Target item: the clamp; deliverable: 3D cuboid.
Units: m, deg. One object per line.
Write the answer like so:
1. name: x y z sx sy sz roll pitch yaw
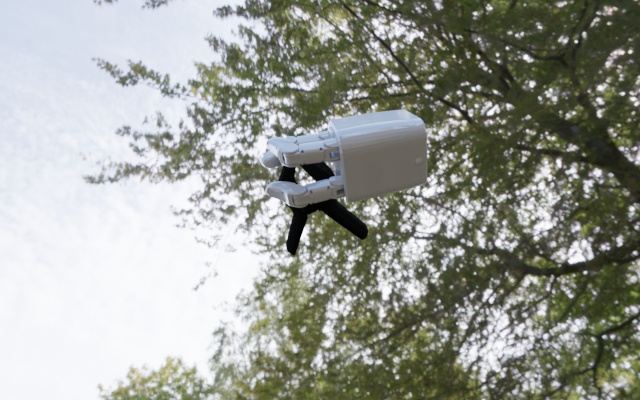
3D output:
1. clamp: 0.000 0.002 0.650 0.120 0.172 0.039 -10 37 -1
